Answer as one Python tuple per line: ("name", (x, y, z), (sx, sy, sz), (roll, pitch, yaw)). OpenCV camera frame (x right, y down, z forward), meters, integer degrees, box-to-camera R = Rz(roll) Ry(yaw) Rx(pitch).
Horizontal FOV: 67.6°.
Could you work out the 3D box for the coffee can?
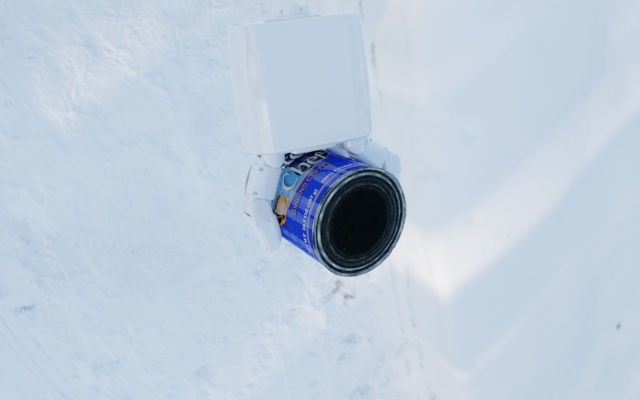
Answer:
("coffee can", (0.000, 0.002, 0.475), (0.103, 0.103, 0.140), (0, 16, -34))
